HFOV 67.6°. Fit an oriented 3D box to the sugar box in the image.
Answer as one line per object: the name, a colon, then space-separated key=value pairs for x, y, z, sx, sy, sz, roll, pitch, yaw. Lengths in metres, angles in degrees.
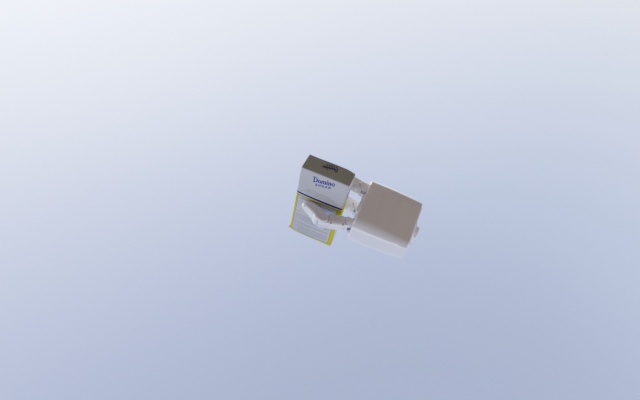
sugar box: x=0.000 y=0.003 z=0.895 sx=0.093 sy=0.176 sz=0.048 roll=23 pitch=46 yaw=7
